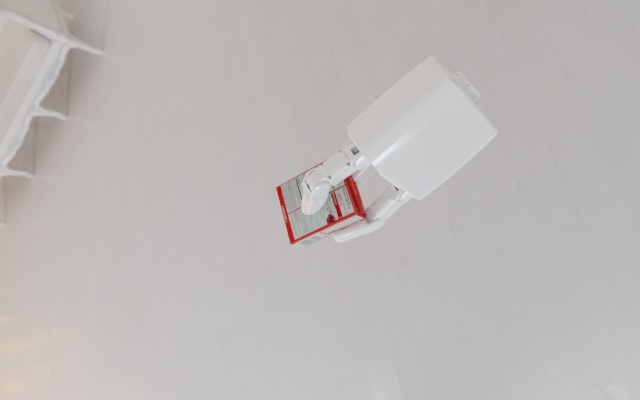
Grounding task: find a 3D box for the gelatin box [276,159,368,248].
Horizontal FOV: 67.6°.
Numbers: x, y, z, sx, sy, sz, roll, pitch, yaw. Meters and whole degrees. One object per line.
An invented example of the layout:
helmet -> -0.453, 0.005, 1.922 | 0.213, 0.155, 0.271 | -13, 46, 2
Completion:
gelatin box -> 0.000, 0.002, 0.528 | 0.089, 0.073, 0.030 | -27, -25, 22
